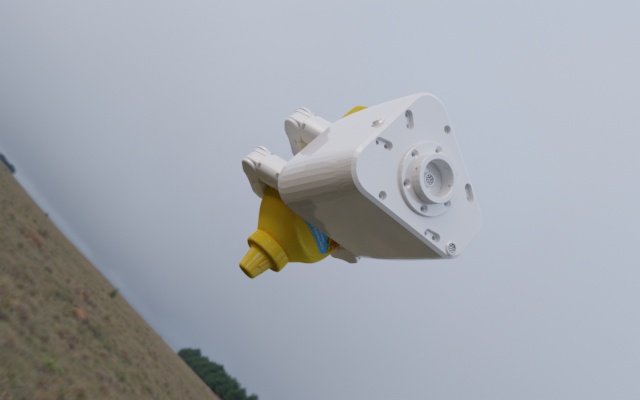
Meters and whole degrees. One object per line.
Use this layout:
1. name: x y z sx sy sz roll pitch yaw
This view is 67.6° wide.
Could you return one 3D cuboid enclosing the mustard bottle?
1. mustard bottle: 0.000 0.001 0.447 0.058 0.096 0.191 23 57 43
